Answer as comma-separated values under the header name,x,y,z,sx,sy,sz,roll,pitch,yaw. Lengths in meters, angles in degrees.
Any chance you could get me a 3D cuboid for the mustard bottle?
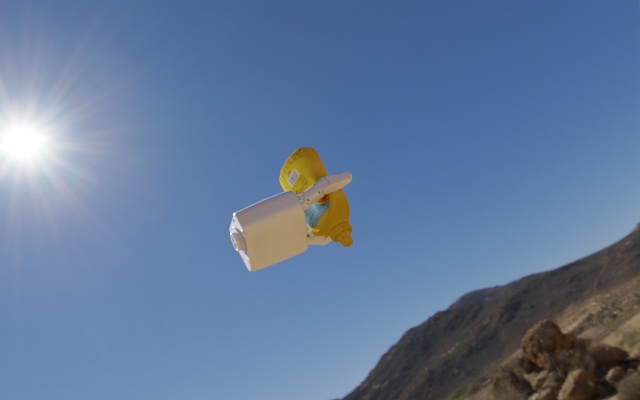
name,x,y,z,sx,sy,sz,roll,pitch,yaw
mustard bottle,0.000,0.002,0.836,0.058,0.191,0.096,-5,-39,-43
